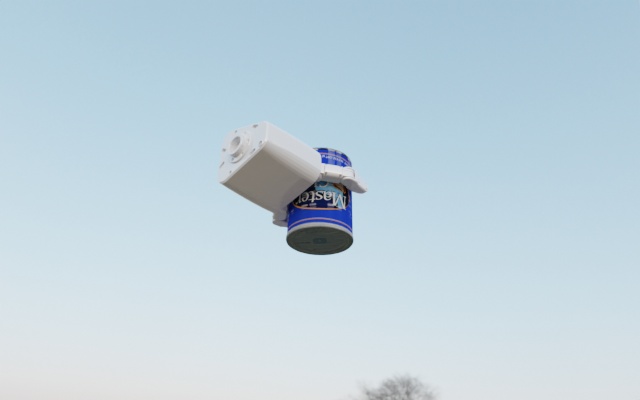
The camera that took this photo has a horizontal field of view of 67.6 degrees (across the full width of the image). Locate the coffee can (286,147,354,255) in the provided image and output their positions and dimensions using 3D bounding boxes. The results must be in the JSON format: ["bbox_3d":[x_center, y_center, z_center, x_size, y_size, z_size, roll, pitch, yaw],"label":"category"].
[{"bbox_3d":[0.000,0.003,0.756,0.103,0.140,0.103,1,-30,1],"label":"coffee can"}]
